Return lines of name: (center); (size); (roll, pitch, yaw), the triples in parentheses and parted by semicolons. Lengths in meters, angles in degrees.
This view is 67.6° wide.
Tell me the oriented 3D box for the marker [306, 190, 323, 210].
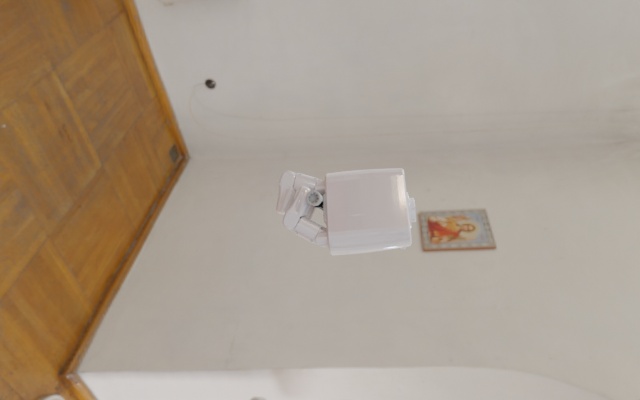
marker: (0.000, 0.002, 0.657); (0.020, 0.020, 0.121); (0, -5, 9)
